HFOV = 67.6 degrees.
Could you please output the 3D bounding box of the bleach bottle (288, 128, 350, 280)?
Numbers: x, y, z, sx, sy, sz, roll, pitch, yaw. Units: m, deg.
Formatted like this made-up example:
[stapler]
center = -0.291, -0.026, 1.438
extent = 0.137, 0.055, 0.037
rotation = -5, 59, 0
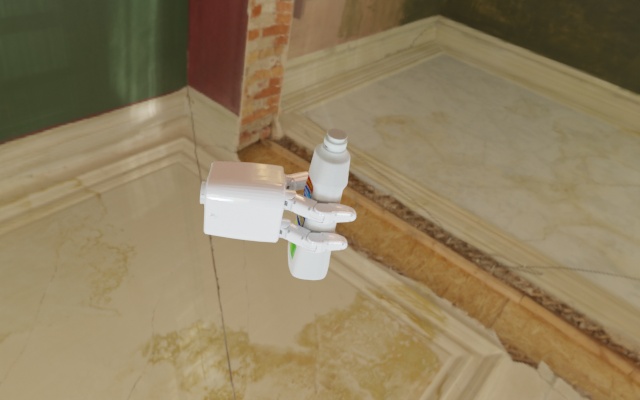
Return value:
[bleach bottle]
center = 0.000, 0.002, 0.718
extent = 0.068, 0.251, 0.102
rotation = 6, 39, -9
